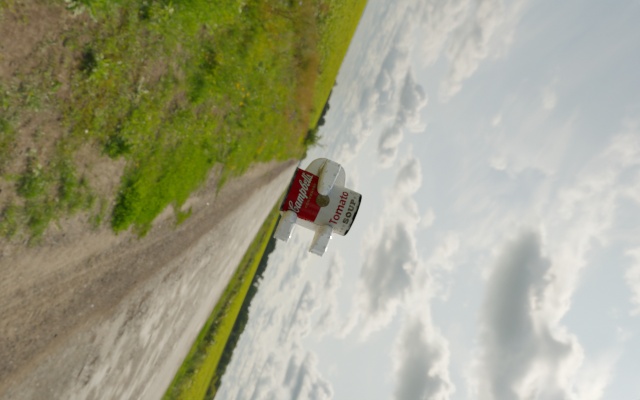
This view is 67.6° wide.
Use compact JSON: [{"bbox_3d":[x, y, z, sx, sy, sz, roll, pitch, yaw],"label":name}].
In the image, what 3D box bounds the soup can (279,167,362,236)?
[{"bbox_3d":[0.000,0.002,0.682,0.102,0.068,0.068,23,-2,-4],"label":"soup can"}]
